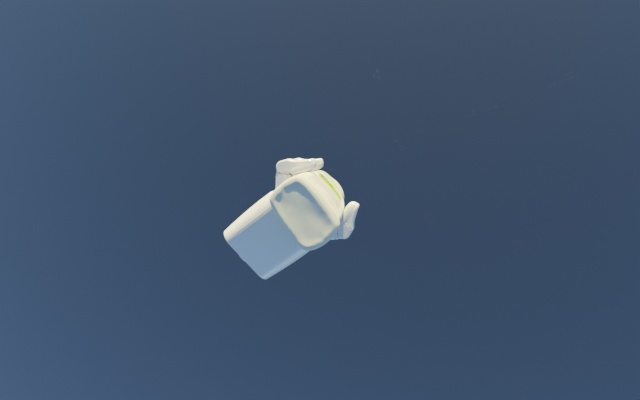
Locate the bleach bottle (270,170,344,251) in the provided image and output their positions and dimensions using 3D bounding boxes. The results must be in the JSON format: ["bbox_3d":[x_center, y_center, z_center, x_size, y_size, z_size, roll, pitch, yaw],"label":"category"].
[{"bbox_3d":[0.000,0.002,0.745,0.068,0.102,0.251,-37,-2,13],"label":"bleach bottle"}]
